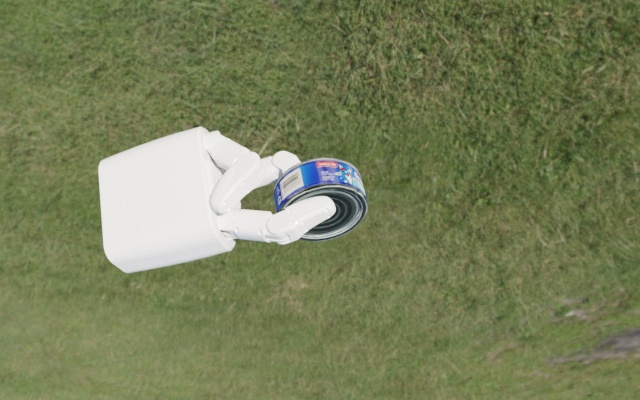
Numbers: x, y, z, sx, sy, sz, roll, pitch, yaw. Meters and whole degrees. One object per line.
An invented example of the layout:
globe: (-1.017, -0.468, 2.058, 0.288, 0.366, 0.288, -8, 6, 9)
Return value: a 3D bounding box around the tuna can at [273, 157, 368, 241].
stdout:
tuna can: (0.000, 0.002, 0.446, 0.086, 0.033, 0.086, -8, -38, -6)
